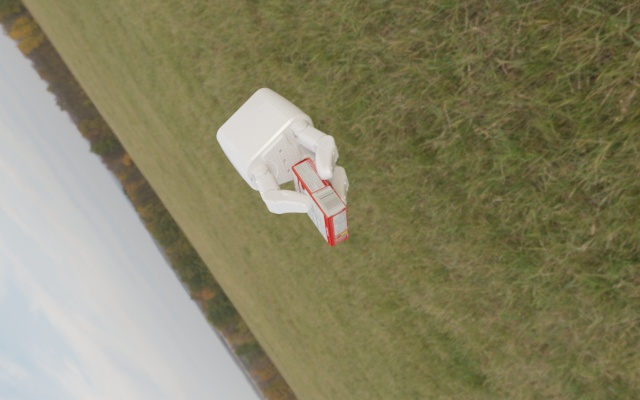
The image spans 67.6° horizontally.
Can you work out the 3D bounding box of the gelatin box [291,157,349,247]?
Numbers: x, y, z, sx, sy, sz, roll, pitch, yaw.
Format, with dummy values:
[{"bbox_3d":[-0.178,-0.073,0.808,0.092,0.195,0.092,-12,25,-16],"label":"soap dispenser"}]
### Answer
[{"bbox_3d":[0.000,0.002,0.583,0.030,0.089,0.073,-28,-31,-13],"label":"gelatin box"}]
